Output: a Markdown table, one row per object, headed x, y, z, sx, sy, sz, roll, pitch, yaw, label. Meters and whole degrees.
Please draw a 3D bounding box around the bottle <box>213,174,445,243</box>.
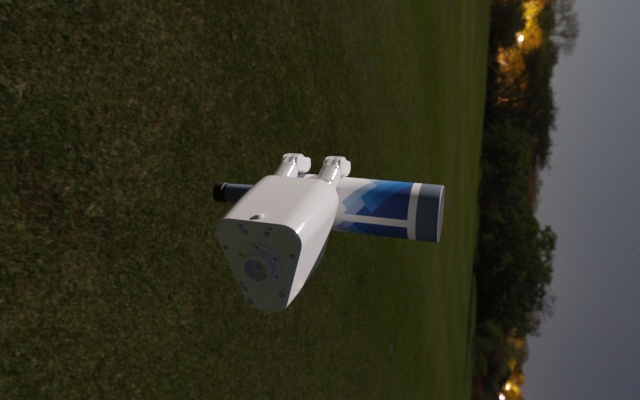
| x | y | z | sx | sy | sz | roll | pitch | yaw | label |
| --- | --- | --- | --- | --- | --- | --- | --- | --- | --- |
| 0.000 | 0.002 | 0.596 | 0.295 | 0.069 | 0.069 | 6 | 2 | 19 | bottle |
